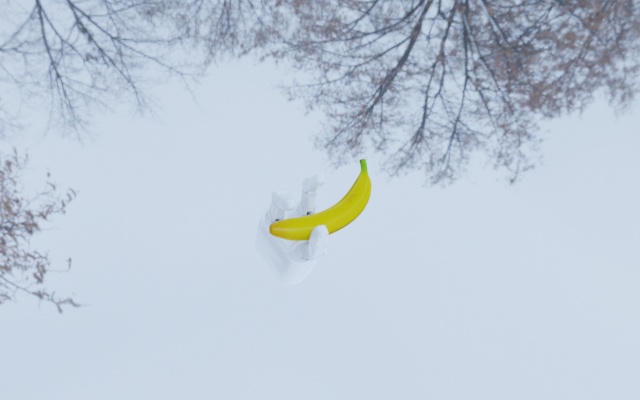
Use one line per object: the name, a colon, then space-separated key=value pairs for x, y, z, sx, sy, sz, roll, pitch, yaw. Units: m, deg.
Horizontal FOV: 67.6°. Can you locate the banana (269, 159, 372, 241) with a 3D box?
banana: x=0.014 y=0.015 z=0.721 sx=0.197 sy=0.069 sz=0.037 roll=-37 pitch=-6 yaw=-26
